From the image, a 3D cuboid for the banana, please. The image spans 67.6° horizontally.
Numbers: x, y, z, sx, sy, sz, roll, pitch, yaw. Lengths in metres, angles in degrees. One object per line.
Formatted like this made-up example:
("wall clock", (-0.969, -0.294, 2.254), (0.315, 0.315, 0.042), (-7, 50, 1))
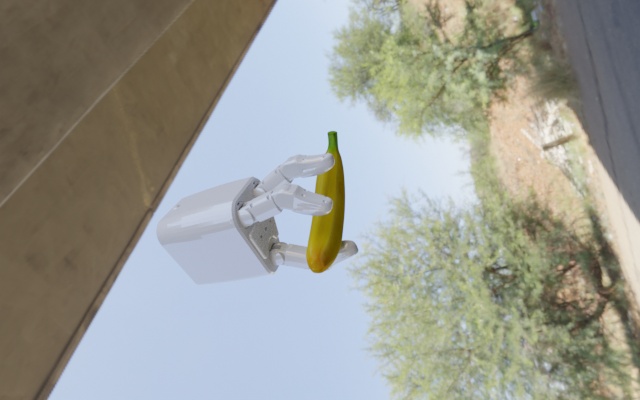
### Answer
("banana", (0.006, 0.011, 0.549), (0.037, 0.197, 0.070), (-8, -41, 15))
